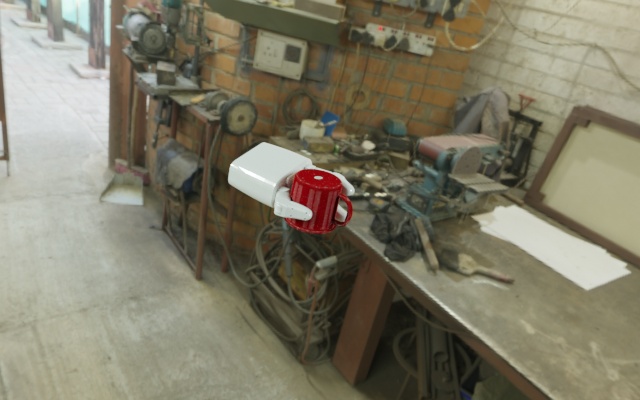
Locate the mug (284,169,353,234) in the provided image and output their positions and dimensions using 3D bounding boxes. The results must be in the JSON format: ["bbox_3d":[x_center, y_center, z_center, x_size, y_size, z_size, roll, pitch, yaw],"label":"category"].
[{"bbox_3d":[0.001,0.003,0.797,0.117,0.081,0.093,24,27,23],"label":"mug"}]
